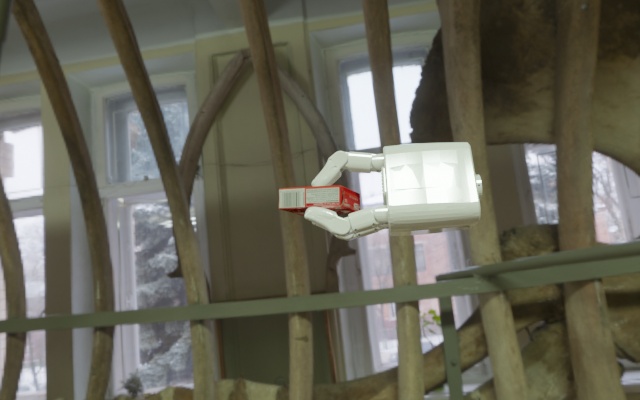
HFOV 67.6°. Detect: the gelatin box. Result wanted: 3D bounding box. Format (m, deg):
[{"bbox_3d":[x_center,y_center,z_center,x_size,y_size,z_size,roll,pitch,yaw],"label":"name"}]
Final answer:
[{"bbox_3d":[0.000,0.002,0.625,0.089,0.030,0.073,-2,-9,22],"label":"gelatin box"}]
